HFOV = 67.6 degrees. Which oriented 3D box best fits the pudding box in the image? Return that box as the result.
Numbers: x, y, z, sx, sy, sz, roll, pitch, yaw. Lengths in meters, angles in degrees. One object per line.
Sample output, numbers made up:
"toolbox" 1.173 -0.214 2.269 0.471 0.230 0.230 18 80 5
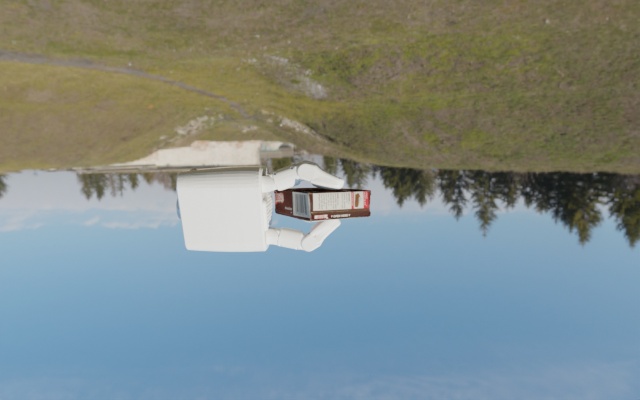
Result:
"pudding box" 0.000 0.002 0.633 0.090 0.039 0.113 -4 7 -27
